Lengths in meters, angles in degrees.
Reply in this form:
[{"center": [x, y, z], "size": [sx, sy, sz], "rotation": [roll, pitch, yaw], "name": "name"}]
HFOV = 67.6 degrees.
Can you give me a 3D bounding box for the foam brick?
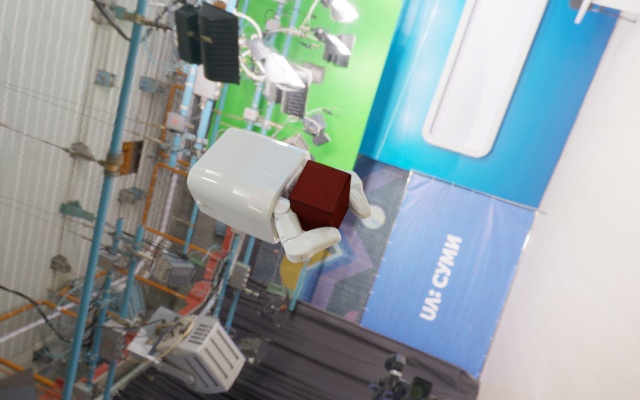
[{"center": [0.000, 0.002, 0.527], "size": [0.051, 0.053, 0.078], "rotation": [22, -25, 11], "name": "foam brick"}]
